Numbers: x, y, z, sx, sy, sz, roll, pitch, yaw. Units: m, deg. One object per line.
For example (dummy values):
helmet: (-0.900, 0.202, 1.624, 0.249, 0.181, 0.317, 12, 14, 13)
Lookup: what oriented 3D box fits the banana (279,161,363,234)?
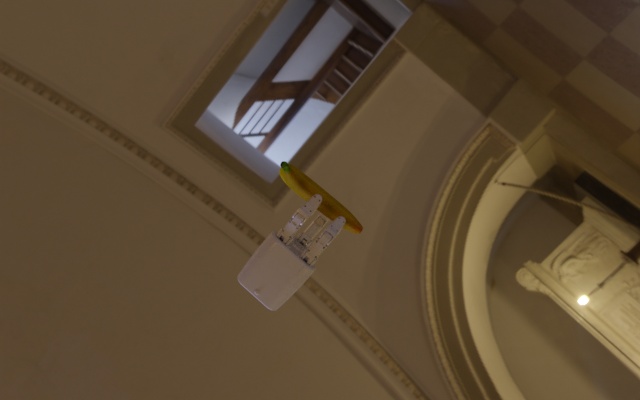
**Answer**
banana: (-0.006, -0.005, 0.845, 0.198, 0.037, 0.069, 38, 7, -22)
